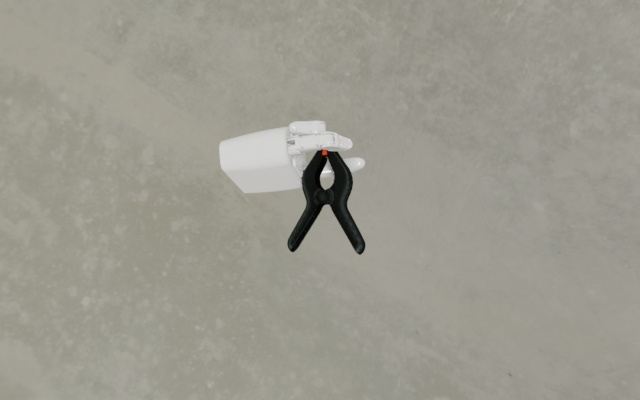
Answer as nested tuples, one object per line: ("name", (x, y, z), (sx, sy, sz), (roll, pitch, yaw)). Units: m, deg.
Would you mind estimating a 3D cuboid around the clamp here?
("clamp", (0.000, 0.002, 0.719), (0.120, 0.171, 0.039), (-8, -9, 13))
